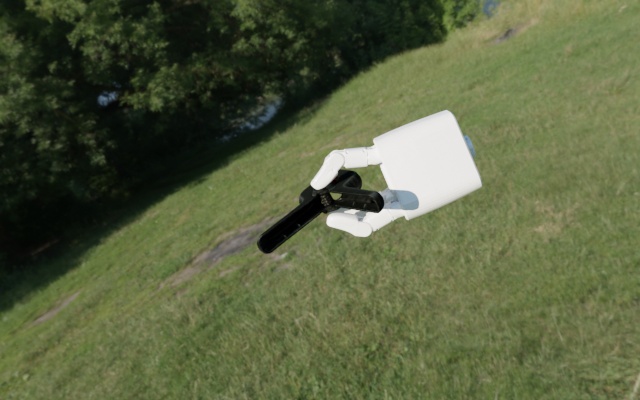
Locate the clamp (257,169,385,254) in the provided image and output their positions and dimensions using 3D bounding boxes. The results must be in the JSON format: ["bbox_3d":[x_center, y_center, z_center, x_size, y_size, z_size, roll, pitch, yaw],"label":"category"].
[{"bbox_3d":[0.000,0.001,0.648,0.164,0.036,0.210,-22,16,8],"label":"clamp"}]
